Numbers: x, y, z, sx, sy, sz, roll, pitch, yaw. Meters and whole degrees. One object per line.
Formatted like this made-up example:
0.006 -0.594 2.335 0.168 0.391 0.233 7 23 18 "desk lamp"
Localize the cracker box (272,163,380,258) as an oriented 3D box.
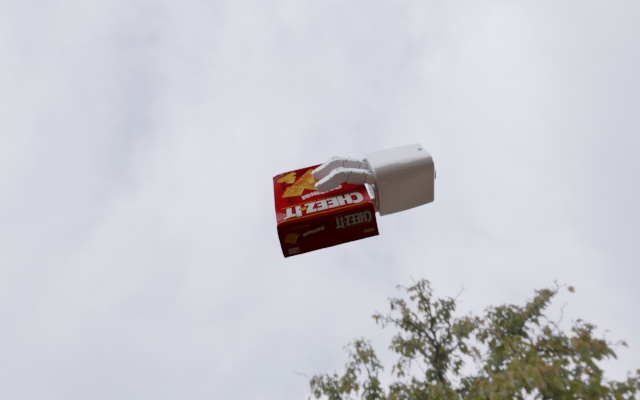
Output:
0.000 0.003 0.863 0.164 0.072 0.213 -14 26 -1 "cracker box"
